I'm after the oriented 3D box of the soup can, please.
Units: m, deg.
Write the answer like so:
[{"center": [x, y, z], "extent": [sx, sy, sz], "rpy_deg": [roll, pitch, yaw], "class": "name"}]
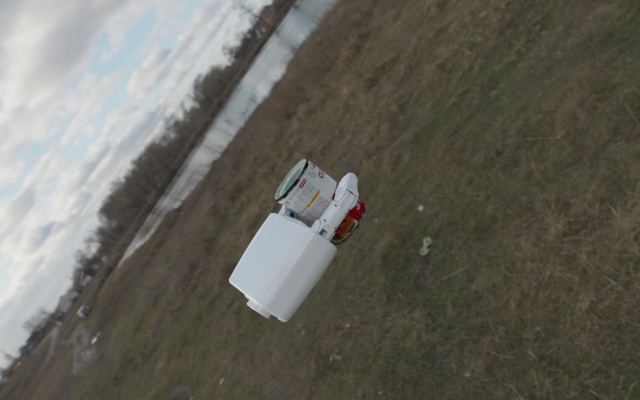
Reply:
[{"center": [0.000, 0.001, 0.621], "extent": [0.102, 0.068, 0.068], "rpy_deg": [37, -12, -16], "class": "soup can"}]
